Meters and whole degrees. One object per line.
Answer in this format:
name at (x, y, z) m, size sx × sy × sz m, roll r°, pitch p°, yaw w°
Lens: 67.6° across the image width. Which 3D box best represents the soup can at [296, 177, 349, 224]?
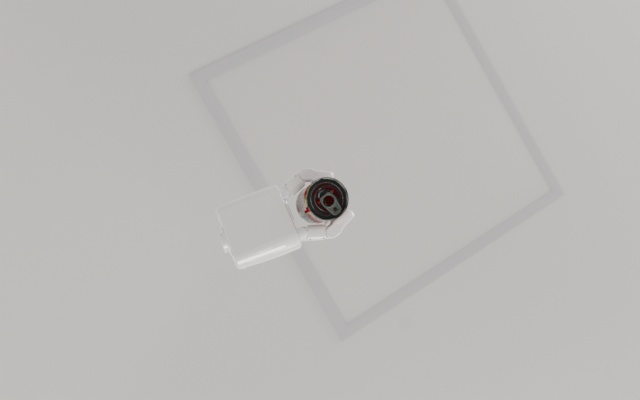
soup can at (0.000, 0.002, 0.783) m, size 0.068 × 0.068 × 0.102 m, roll 0°, pitch -6°, yaw -13°
